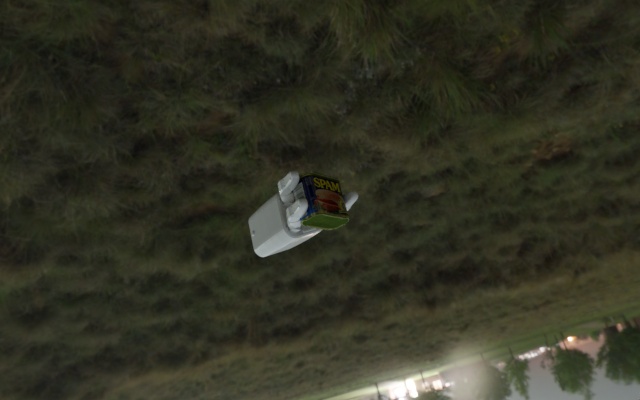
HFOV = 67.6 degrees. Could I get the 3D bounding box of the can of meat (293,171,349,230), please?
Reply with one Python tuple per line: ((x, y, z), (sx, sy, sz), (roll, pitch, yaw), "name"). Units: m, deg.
((0.000, 0.003, 0.863), (0.057, 0.084, 0.102), (-32, -29, 35), "can of meat")
